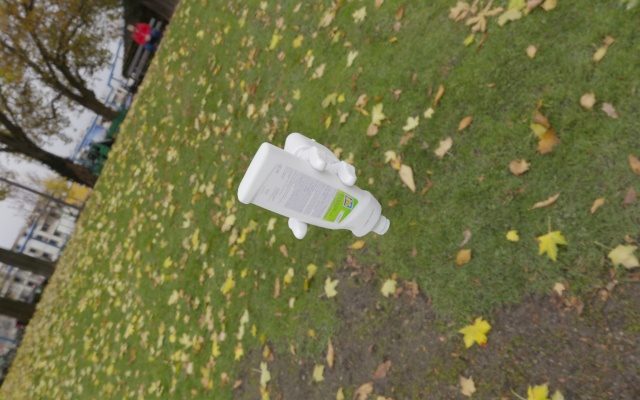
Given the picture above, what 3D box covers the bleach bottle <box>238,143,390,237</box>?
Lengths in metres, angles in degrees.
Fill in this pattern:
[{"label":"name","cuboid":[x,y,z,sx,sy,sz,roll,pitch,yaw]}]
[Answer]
[{"label":"bleach bottle","cuboid":[0.000,0.002,0.781,0.251,0.102,0.068,25,14,-21]}]
